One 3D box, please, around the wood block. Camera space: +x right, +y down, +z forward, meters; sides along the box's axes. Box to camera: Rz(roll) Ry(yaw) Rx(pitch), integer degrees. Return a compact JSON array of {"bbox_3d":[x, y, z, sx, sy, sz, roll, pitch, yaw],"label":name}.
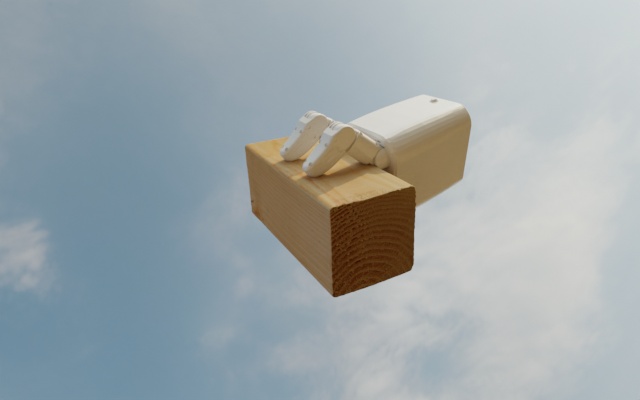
[{"bbox_3d":[0.000,0.002,0.503,0.090,0.091,0.206,-15,26,-24],"label":"wood block"}]
